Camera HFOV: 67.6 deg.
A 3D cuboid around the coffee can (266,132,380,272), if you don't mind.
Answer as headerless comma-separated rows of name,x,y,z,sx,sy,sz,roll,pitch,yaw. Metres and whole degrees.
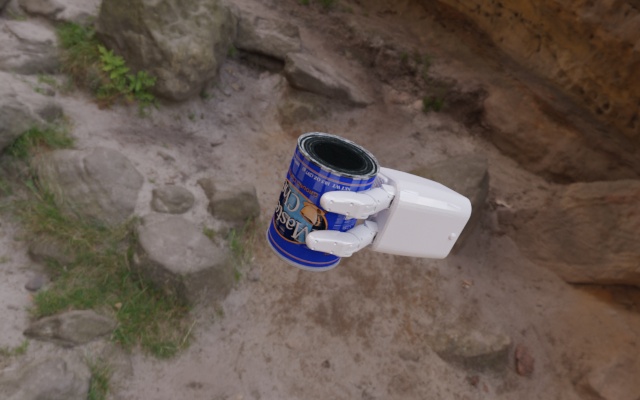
coffee can,0.000,0.002,0.590,0.103,0.140,0.102,16,30,-9
